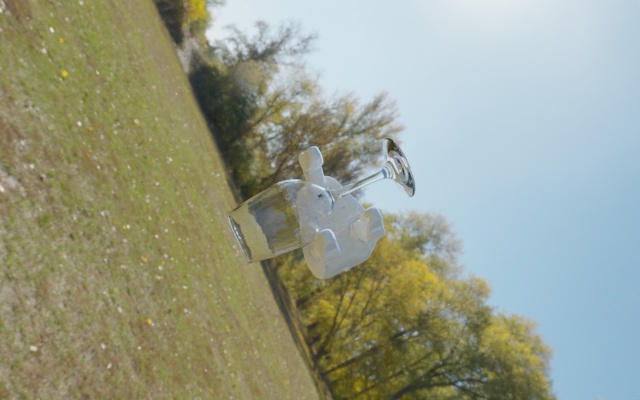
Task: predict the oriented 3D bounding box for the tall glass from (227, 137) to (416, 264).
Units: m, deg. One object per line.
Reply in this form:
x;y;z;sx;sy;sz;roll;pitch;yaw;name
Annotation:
0.001;0.001;0.537;0.201;0.079;0.079;-24;3;-7;tall glass
